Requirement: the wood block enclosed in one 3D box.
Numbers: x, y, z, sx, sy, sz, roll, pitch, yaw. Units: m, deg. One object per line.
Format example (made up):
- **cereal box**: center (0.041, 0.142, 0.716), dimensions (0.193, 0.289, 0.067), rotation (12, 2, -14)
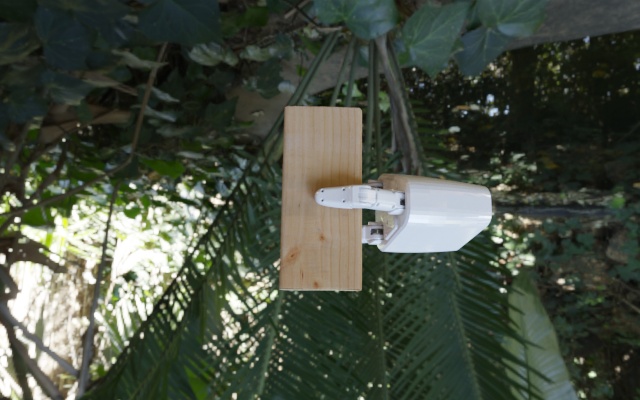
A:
- **wood block**: center (0.001, 0.002, 0.567), dimensions (0.090, 0.206, 0.091), rotation (1, -11, -2)
